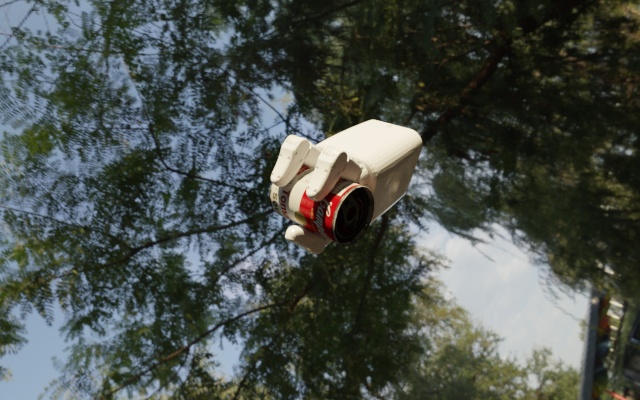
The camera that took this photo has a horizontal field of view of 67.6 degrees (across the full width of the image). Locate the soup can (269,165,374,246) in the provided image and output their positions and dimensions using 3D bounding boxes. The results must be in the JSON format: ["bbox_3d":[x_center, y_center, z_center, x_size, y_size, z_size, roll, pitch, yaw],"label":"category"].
[{"bbox_3d":[0.000,0.002,0.539,0.102,0.068,0.068,23,14,37],"label":"soup can"}]
